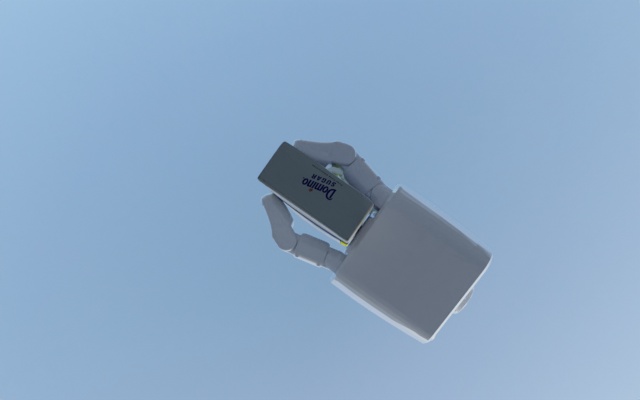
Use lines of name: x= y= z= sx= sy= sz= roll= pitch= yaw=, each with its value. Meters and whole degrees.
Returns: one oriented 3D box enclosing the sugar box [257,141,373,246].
sugar box: x=0.001 y=0.001 z=0.468 sx=0.093 sy=0.048 sz=0.176 roll=35 pitch=-6 yaw=5
